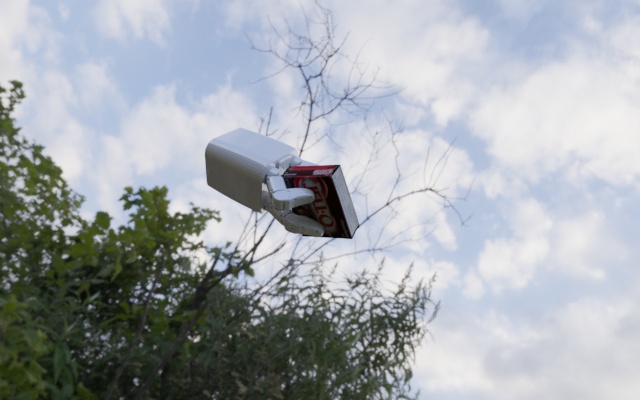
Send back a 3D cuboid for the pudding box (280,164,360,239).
[{"bbox_3d":[0.000,0.002,0.707,0.090,0.113,0.039,1,37,34],"label":"pudding box"}]
